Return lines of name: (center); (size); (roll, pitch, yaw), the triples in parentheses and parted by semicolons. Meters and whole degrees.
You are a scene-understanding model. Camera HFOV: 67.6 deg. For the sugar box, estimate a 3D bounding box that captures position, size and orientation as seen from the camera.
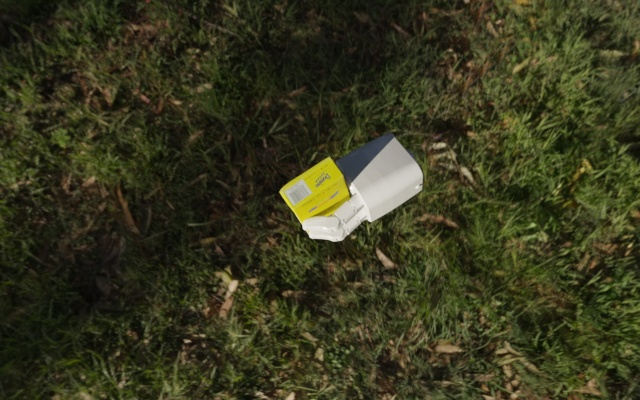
sugar box: (0.001, 0.003, 0.779); (0.093, 0.048, 0.176); (-33, -23, -2)
